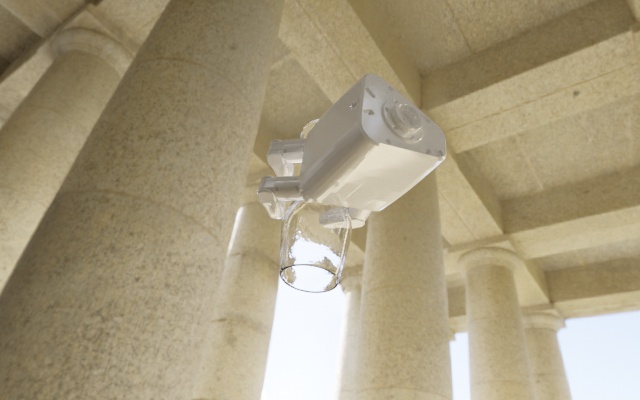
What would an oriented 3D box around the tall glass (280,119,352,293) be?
[{"bbox_3d":[0.000,0.001,0.549,0.079,0.201,0.079,6,-36,4],"label":"tall glass"}]
